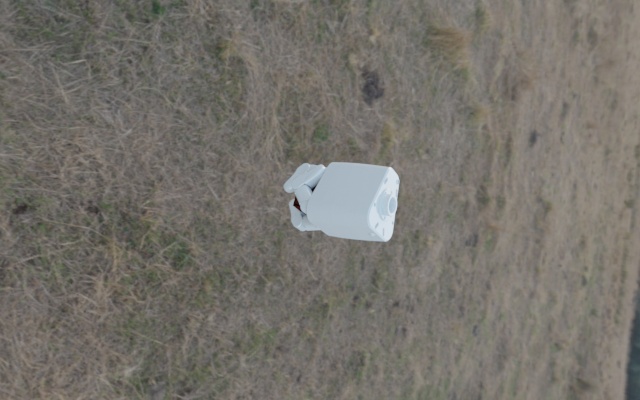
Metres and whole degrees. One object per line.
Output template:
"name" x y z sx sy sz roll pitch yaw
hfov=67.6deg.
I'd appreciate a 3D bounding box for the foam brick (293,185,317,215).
"foam brick" 0.000 0.003 0.800 0.051 0.053 0.078 5 -20 33
